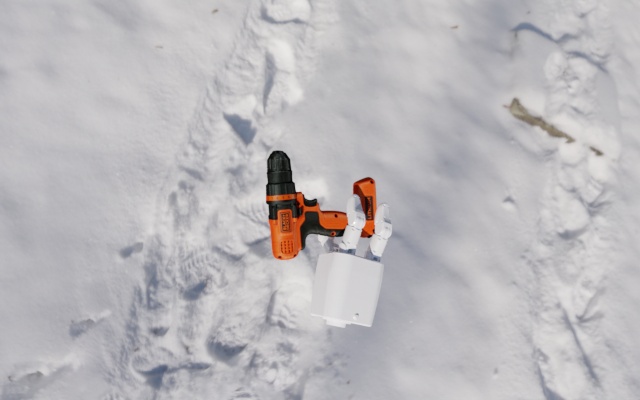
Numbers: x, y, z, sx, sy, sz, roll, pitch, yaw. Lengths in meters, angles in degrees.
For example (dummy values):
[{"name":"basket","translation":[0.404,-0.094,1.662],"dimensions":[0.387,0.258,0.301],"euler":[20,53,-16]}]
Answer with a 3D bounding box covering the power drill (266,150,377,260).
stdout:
[{"name":"power drill","translation":[0.001,0.003,0.818],"dimensions":[0.187,0.184,0.057],"euler":[-4,5,-12]}]
